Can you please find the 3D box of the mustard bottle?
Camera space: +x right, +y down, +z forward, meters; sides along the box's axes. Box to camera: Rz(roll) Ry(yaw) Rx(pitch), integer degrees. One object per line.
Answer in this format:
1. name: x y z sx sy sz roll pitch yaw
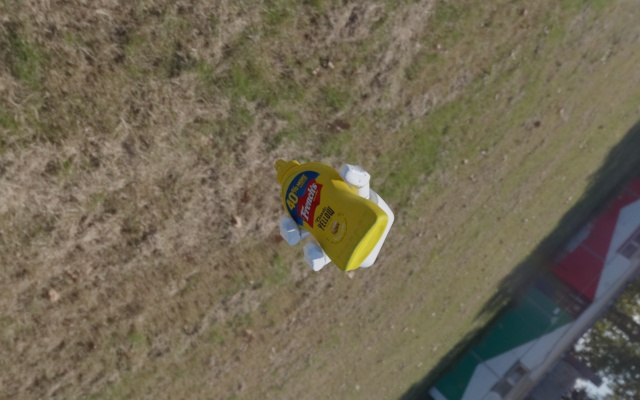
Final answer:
1. mustard bottle: 0.000 0.002 0.665 0.191 0.096 0.058 43 28 28
